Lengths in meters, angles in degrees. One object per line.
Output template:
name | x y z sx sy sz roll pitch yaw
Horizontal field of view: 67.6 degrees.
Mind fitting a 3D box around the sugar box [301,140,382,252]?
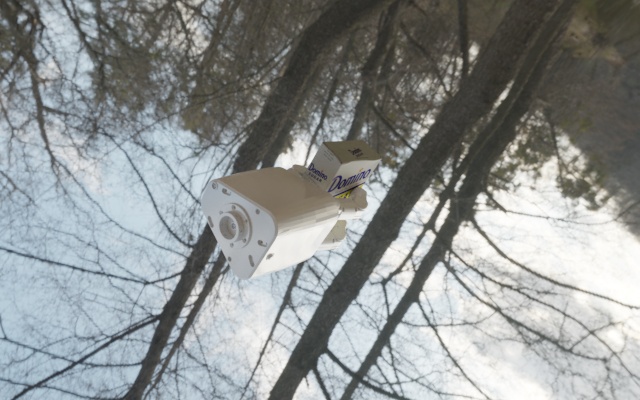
sugar box | 0.000 0.003 0.630 0.048 0.176 0.093 48 33 21
